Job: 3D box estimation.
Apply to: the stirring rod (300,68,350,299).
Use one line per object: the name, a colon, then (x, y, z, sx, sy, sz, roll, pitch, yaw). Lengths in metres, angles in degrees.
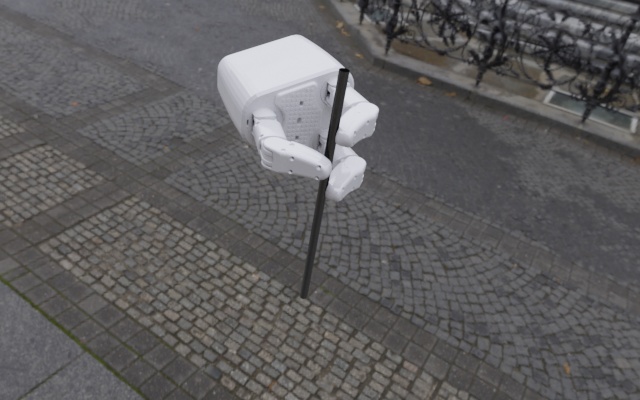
stirring rod: (0.000, 0.001, 0.417, 0.011, 0.240, 0.011, 7, 36, -5)
